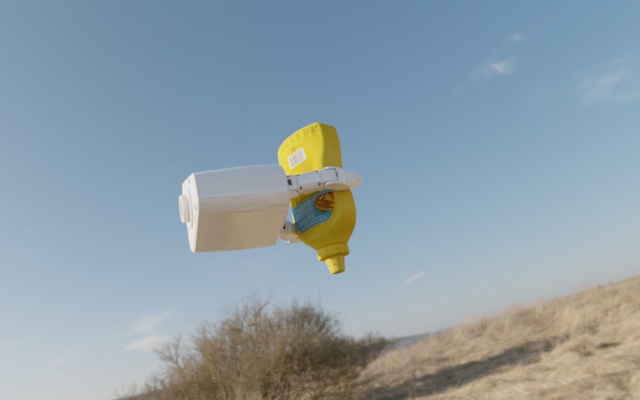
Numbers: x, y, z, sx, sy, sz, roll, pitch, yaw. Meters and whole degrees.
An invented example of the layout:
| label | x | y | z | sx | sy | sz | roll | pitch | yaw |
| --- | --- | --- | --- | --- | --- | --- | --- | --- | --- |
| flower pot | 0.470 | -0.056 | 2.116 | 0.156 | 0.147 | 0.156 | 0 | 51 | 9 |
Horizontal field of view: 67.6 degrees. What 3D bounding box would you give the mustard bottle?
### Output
| label | x | y | z | sx | sy | sz | roll | pitch | yaw |
| --- | --- | --- | --- | --- | --- | --- | --- | --- | --- |
| mustard bottle | 0.000 | 0.002 | 0.627 | 0.058 | 0.191 | 0.096 | 5 | -26 | -45 |
